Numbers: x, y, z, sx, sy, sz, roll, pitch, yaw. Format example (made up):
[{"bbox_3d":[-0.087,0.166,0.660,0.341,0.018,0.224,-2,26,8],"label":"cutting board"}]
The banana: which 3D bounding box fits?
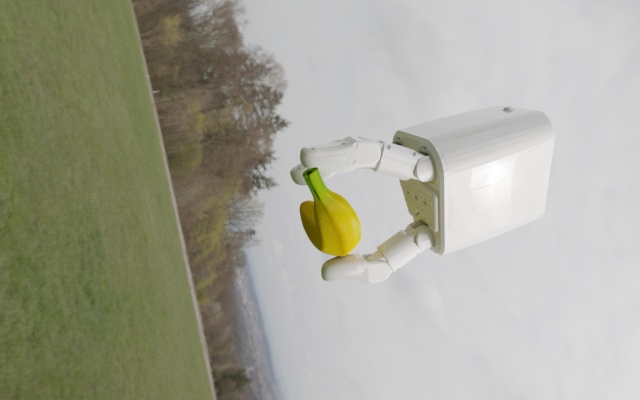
[{"bbox_3d":[0.007,0.018,0.434,0.037,0.069,0.198,-19,-7,-8],"label":"banana"}]
